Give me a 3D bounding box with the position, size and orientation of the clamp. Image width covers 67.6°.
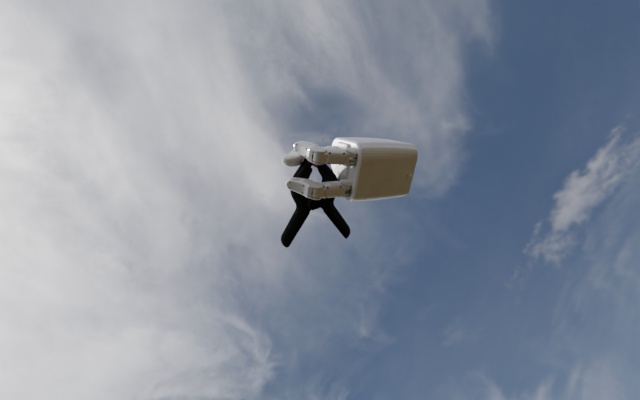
[{"bbox_3d":[0.000,0.002,0.792,0.120,0.171,0.039,-3,31,-20],"label":"clamp"}]
